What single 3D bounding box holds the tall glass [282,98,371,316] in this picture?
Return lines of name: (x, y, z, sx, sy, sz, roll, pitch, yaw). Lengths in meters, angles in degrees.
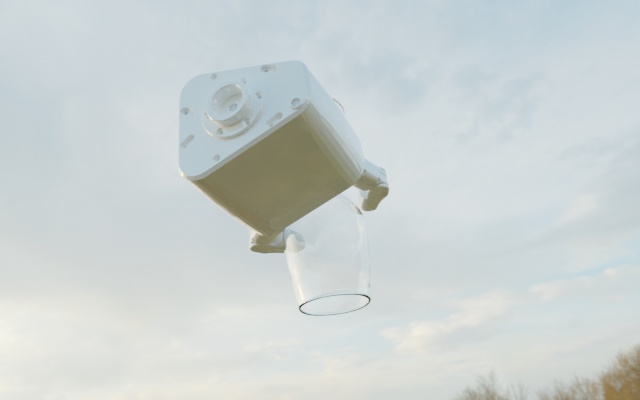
tall glass: (0.000, 0.001, 0.449, 0.079, 0.201, 0.079, -6, -27, -3)
